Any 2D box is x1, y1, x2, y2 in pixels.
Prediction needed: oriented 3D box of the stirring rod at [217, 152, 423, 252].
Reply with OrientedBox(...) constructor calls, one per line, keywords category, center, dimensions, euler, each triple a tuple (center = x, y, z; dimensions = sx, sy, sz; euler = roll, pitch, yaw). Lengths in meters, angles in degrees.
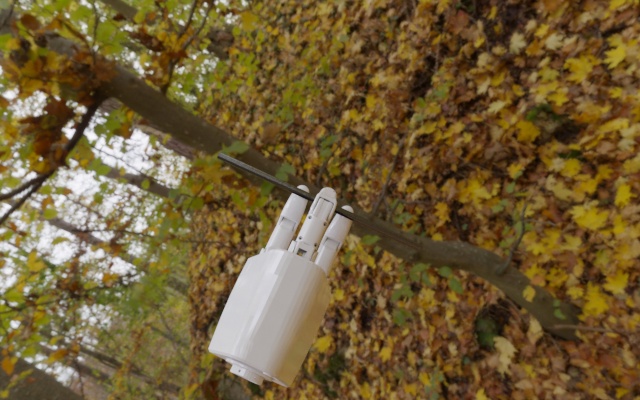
OrientedBox(category="stirring rod", center=(0.000, 0.002, 0.514), dimensions=(0.239, 0.011, 0.011), euler=(25, 0, -1))
